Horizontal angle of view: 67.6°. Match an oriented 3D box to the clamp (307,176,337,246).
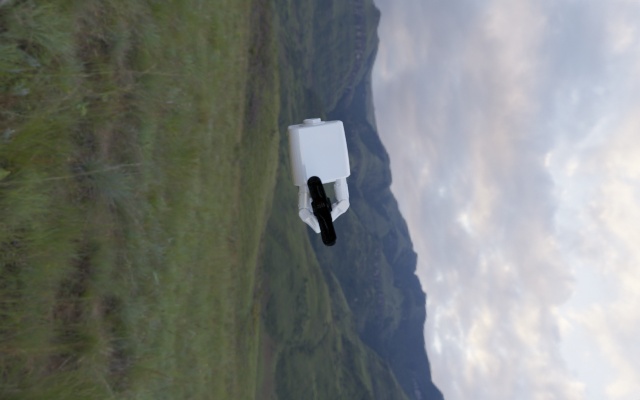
[{"bbox_3d":[0.001,0.003,0.859,0.039,0.120,0.171,-10,14,-2],"label":"clamp"}]
